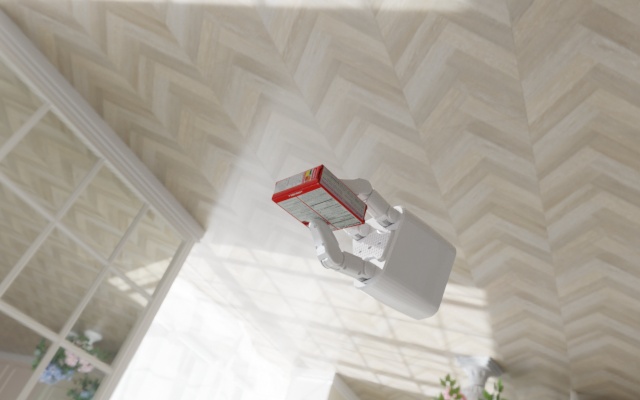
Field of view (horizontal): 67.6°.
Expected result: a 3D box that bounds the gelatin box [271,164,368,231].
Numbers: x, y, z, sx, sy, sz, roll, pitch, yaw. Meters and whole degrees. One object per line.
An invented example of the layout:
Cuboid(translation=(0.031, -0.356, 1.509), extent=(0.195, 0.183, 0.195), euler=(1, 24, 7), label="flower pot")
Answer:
Cuboid(translation=(0.000, 0.002, 0.556), extent=(0.073, 0.030, 0.089), euler=(-18, -43, 38), label="gelatin box")
